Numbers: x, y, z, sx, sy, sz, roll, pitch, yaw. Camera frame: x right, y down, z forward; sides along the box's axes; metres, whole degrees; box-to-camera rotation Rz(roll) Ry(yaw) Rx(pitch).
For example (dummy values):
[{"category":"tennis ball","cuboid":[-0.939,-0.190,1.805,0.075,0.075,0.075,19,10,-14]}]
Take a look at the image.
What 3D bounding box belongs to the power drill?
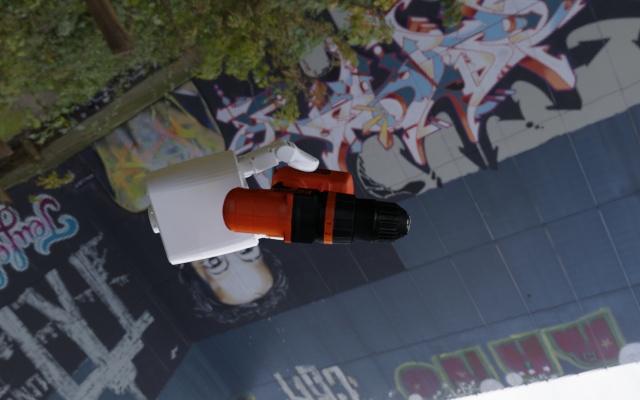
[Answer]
[{"category":"power drill","cuboid":[0.000,0.002,0.537,0.184,0.057,0.187,6,10,2]}]
